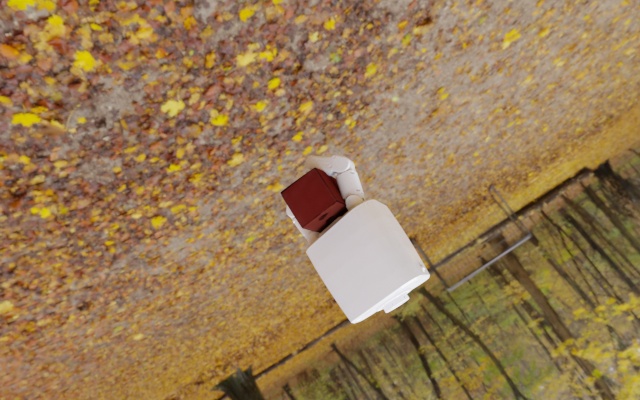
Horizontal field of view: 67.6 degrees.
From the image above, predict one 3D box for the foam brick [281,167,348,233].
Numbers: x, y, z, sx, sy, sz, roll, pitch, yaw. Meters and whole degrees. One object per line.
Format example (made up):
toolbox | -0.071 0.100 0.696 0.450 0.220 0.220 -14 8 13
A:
foam brick | 0.000 0.002 0.569 0.053 0.051 0.078 -36 -20 13
